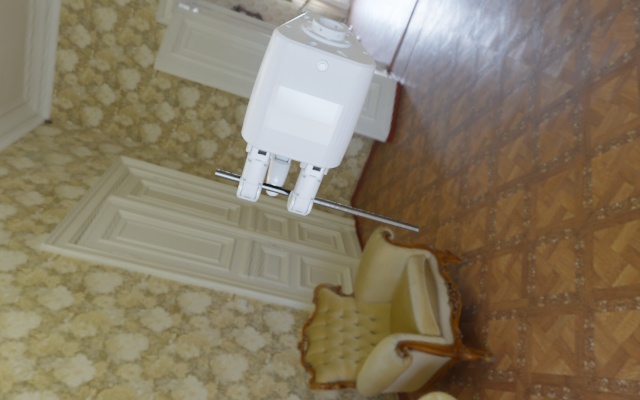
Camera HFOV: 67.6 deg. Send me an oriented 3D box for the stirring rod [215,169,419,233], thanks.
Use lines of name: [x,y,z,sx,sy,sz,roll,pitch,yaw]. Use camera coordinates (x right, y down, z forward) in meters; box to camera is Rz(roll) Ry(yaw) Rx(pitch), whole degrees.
stirring rod: [0.000,0.002,0.541,0.239,0.011,0.011,16,-3,-10]
